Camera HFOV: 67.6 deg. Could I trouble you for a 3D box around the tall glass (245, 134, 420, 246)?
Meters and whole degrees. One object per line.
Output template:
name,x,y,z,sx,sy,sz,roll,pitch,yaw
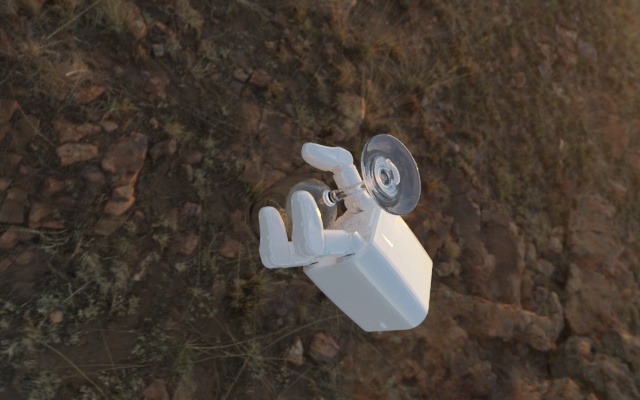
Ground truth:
tall glass,0.000,0.001,0.487,0.079,0.079,0.201,0,-14,-41
